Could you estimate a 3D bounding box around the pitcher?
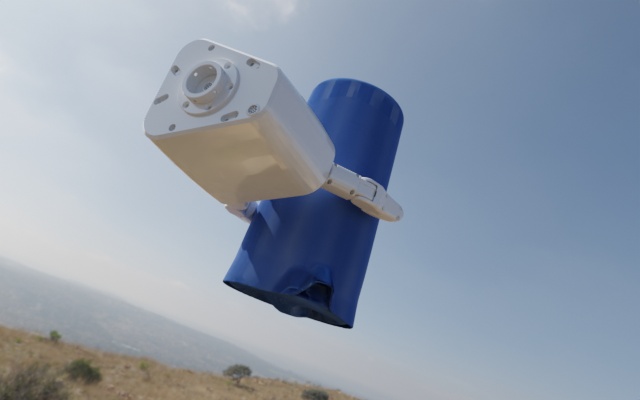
[{"bbox_3d":[0.000,0.002,0.506,0.149,0.242,0.145,10,-21,29],"label":"pitcher"}]
